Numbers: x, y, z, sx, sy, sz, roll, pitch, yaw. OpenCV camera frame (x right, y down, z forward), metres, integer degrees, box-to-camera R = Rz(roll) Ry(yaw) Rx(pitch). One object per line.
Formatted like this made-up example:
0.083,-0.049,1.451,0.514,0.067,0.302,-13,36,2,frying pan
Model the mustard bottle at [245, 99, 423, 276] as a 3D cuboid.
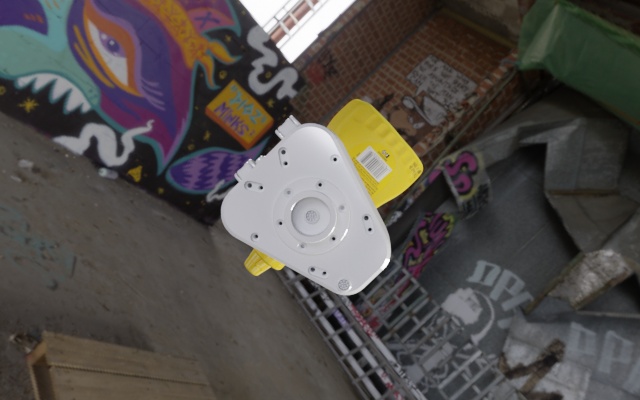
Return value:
0.000,0.001,0.460,0.096,0.191,0.058,44,4,-23,mustard bottle
